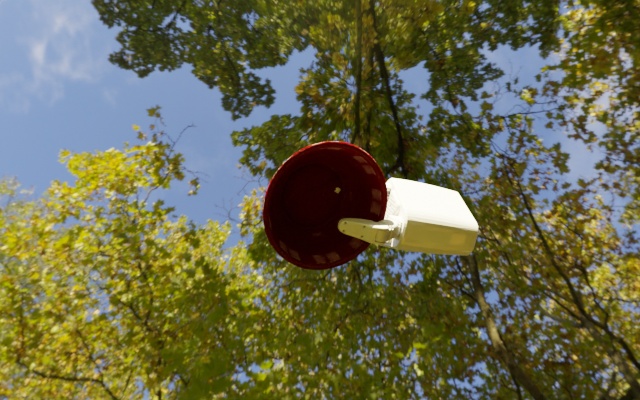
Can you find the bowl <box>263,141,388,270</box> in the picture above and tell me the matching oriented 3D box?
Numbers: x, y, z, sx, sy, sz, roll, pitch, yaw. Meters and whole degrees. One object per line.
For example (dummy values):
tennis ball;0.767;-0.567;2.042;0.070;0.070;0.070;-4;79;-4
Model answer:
bowl;-0.001;0.001;0.593;0.162;0.162;0.055;0;17;-23
